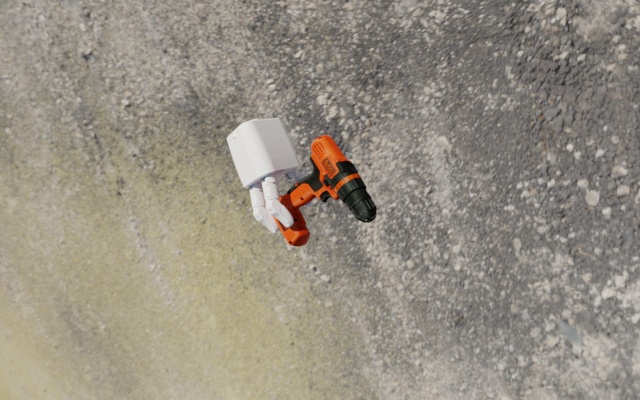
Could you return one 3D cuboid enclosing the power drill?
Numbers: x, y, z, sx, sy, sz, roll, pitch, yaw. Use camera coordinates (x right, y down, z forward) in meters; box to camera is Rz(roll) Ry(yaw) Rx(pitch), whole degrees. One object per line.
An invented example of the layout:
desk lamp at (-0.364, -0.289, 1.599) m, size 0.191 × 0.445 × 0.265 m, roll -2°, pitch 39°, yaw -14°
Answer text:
power drill at (0.000, 0.003, 0.877) m, size 0.188 × 0.184 × 0.057 m, roll -43°, pitch -27°, yaw 27°
